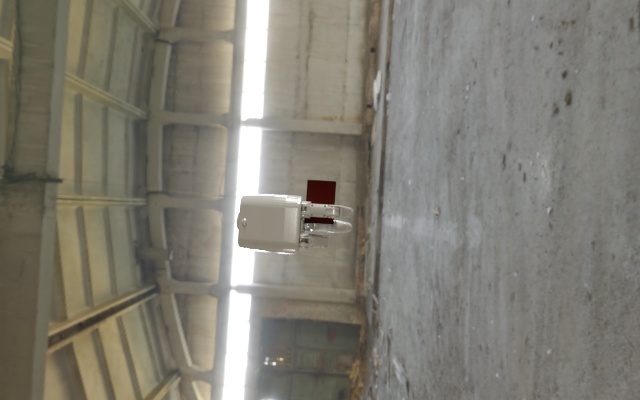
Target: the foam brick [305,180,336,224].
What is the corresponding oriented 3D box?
[{"bbox_3d":[0.000,0.002,0.849,0.051,0.078,0.053,4,-1,2],"label":"foam brick"}]
